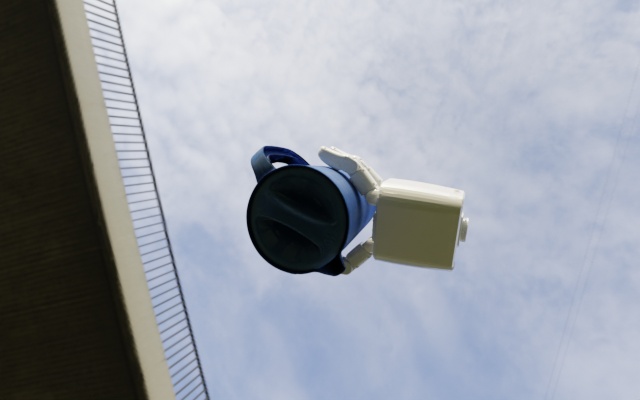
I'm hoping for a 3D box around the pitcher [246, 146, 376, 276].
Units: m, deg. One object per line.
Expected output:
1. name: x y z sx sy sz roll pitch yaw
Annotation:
1. pitcher: 0.000 0.002 0.678 0.145 0.149 0.243 8 9 17
